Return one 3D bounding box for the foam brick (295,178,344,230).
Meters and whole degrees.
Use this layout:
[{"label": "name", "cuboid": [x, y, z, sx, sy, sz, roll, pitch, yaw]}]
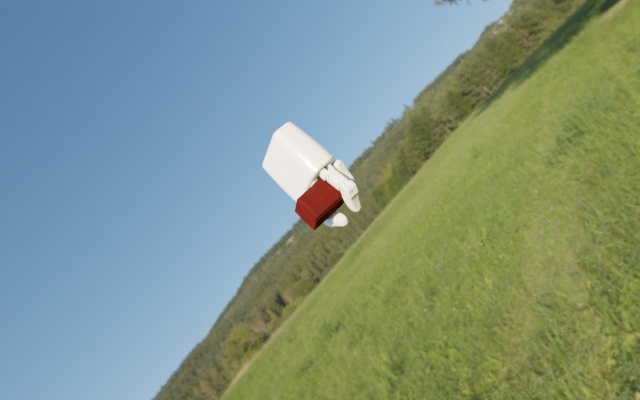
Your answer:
[{"label": "foam brick", "cuboid": [0.000, 0.003, 0.828, 0.078, 0.051, 0.053, -42, -13, -23]}]
